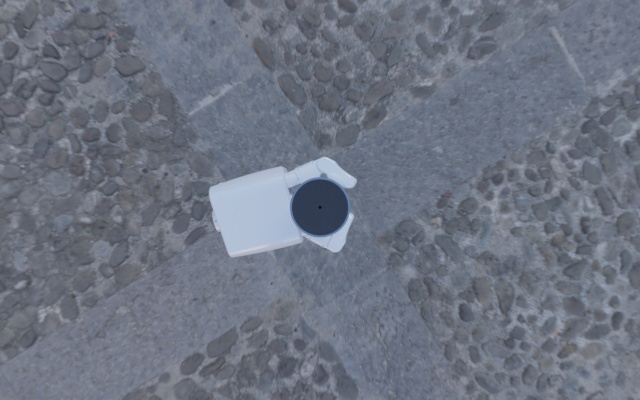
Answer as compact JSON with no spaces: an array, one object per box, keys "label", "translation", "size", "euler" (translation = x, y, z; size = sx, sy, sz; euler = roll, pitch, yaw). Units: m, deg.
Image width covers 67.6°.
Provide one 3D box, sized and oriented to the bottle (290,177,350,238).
[{"label":"bottle","translation":[0.000,0.002,0.668],"size":[0.069,0.069,0.295],"euler":[0,2,0]}]
